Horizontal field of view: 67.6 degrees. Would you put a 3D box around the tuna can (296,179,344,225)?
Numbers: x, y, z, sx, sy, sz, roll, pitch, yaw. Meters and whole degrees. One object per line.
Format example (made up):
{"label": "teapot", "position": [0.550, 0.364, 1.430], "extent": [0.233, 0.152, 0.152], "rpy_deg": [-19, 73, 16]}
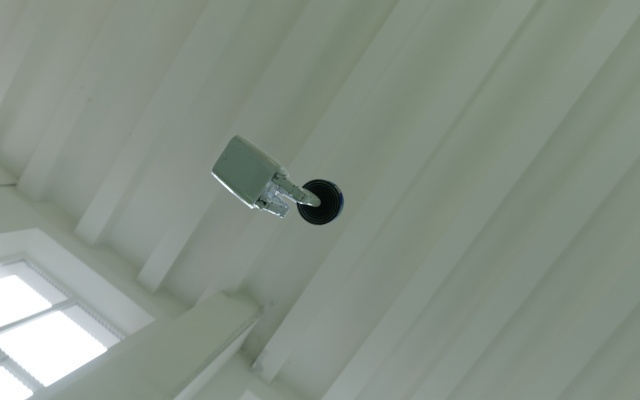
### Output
{"label": "tuna can", "position": [0.000, 0.003, 0.898], "extent": [0.086, 0.086, 0.034], "rpy_deg": [0, 1, 16]}
